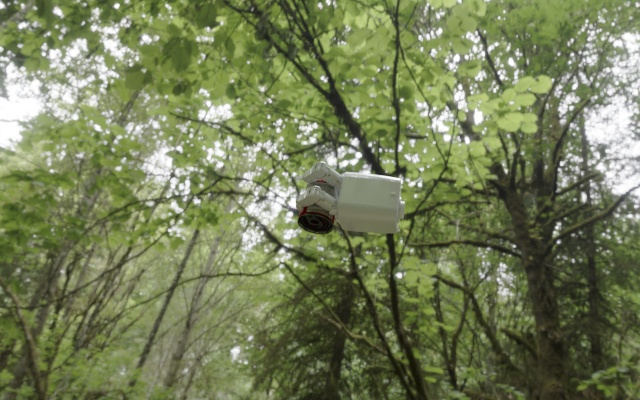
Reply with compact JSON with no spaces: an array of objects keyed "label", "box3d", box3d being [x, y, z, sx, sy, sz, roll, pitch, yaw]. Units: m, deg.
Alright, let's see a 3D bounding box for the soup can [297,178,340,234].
[{"label":"soup can","box3d":[0.000,0.003,0.898,0.068,0.102,0.068,9,-33,6]}]
